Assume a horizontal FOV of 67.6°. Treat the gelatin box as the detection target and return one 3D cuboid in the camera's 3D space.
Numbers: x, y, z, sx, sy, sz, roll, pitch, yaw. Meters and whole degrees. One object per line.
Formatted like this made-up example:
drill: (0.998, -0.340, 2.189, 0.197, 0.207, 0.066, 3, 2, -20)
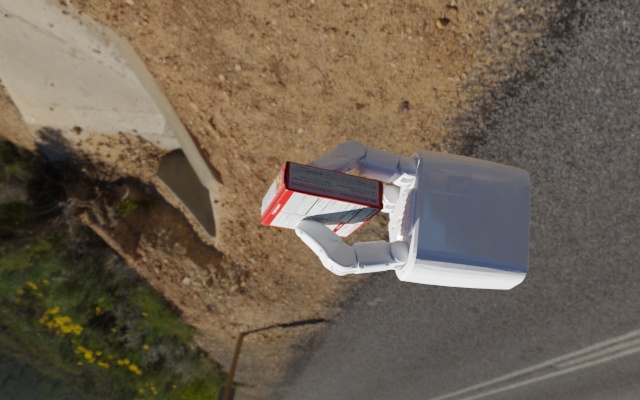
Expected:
gelatin box: (0.000, 0.002, 0.419, 0.089, 0.030, 0.073, 10, -28, -19)
